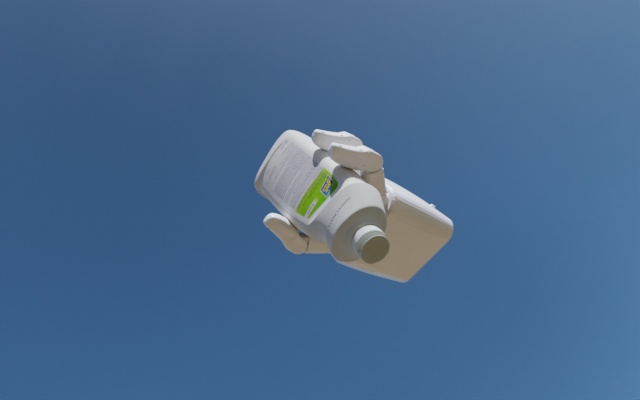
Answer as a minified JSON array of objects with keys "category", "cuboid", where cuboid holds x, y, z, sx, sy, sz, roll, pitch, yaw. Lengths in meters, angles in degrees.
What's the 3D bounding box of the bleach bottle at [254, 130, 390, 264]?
[{"category":"bleach bottle","cuboid":[0.000,0.002,0.529,0.068,0.102,0.250,24,13,-30]}]
